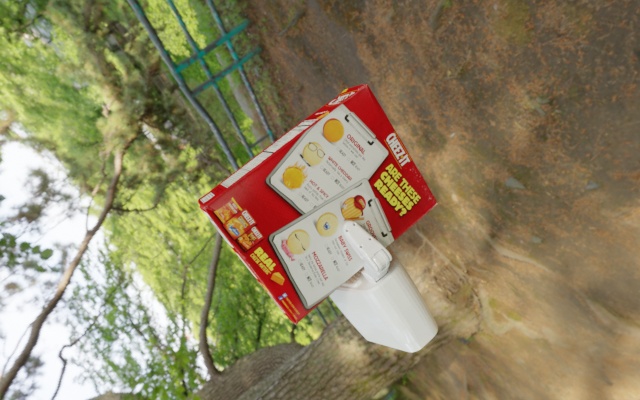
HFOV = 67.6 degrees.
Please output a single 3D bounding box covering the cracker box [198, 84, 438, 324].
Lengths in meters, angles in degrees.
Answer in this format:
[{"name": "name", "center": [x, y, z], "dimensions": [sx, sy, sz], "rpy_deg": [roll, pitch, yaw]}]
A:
[{"name": "cracker box", "center": [0.000, 0.002, 0.530], "dimensions": [0.213, 0.164, 0.072], "rpy_deg": [-39, 20, -12]}]
